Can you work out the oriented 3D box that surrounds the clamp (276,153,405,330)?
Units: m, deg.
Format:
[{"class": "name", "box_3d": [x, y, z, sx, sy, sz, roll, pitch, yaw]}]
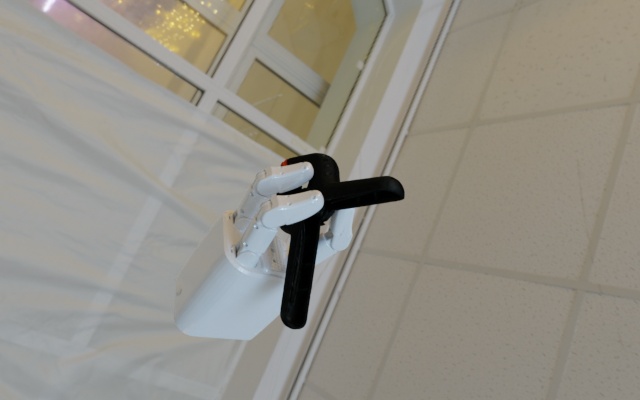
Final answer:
[{"class": "clamp", "box_3d": [0.000, 0.002, 0.482, 0.036, 0.164, 0.209, 29, 23, -29]}]
